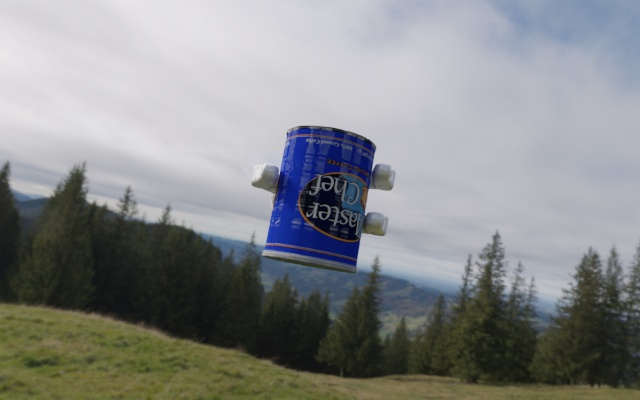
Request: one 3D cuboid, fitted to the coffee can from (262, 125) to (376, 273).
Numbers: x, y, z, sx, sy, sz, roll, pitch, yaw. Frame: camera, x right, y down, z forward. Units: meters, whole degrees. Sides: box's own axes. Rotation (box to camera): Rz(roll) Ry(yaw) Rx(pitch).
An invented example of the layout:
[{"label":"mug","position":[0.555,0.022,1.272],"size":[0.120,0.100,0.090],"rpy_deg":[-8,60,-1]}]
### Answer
[{"label":"coffee can","position":[0.000,0.002,0.523],"size":[0.103,0.140,0.103],"rpy_deg":[10,-9,2]}]
